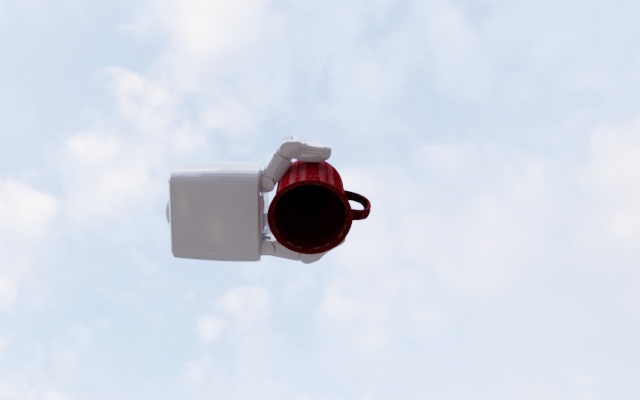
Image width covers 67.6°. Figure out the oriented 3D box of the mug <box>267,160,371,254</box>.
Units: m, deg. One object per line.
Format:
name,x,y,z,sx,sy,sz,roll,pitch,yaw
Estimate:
mug,0.002,0.002,0.552,0.117,0.093,0.081,2,27,-2
